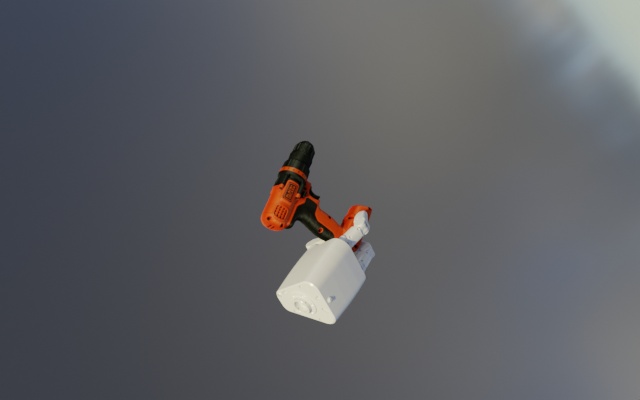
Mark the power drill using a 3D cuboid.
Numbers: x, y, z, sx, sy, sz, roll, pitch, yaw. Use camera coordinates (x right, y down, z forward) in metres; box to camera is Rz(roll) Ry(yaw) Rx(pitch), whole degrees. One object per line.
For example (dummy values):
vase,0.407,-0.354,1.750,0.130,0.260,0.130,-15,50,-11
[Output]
power drill,0.000,0.003,0.872,0.188,0.184,0.057,31,-26,-16
